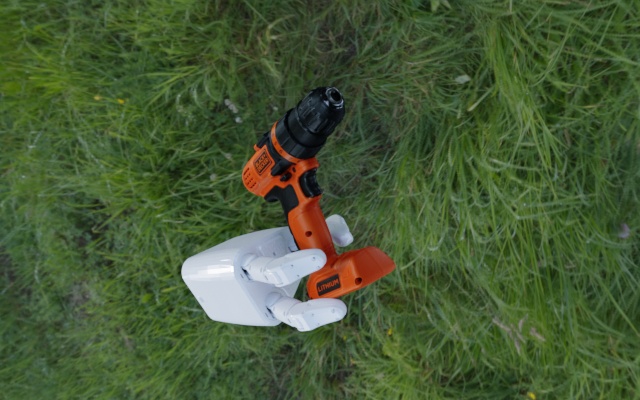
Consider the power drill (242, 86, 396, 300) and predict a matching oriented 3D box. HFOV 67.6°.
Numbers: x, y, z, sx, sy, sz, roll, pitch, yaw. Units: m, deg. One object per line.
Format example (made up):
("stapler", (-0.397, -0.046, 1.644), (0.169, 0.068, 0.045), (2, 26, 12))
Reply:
("power drill", (0.000, 0.002, 0.486), (0.057, 0.187, 0.184), (-20, -11, -35))
